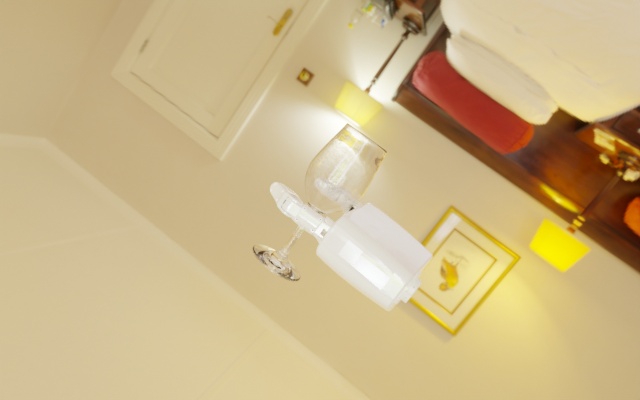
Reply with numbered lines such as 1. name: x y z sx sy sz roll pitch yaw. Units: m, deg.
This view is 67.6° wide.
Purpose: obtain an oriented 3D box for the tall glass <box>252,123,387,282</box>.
1. tall glass: 0.000 0.002 0.603 0.079 0.201 0.079 34 10 -7
